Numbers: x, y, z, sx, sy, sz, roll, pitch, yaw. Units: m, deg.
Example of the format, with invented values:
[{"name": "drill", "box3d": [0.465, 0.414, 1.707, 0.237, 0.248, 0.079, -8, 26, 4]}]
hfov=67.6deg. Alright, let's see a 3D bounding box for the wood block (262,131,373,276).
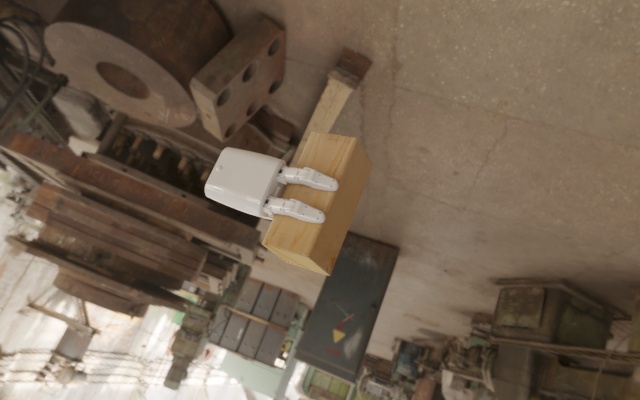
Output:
[{"name": "wood block", "box3d": [0.000, 0.003, 0.774, 0.090, 0.206, 0.091, 13, -20, 29]}]
